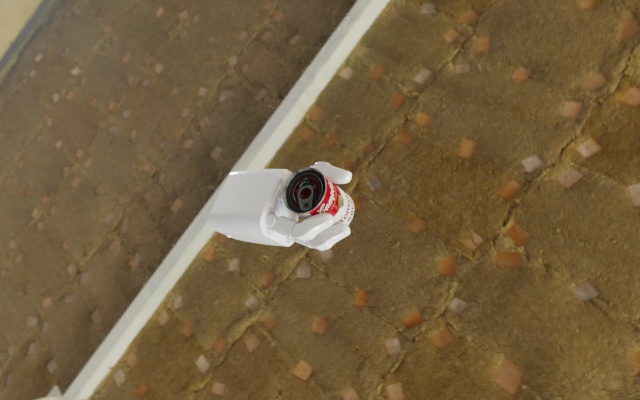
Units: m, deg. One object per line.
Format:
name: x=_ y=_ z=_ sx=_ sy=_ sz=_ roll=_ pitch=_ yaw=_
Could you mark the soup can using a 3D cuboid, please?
soup can: x=0.001 y=0.002 z=0.692 sx=0.068 sy=0.068 sz=0.102 roll=0 pitch=-19 yaw=29
